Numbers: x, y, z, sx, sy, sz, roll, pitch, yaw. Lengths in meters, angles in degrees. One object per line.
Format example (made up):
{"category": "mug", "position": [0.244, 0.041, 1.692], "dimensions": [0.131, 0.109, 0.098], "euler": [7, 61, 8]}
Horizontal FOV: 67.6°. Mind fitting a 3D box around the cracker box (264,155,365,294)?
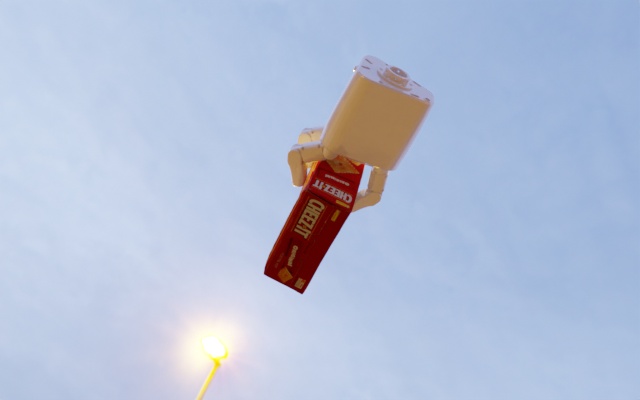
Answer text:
{"category": "cracker box", "position": [0.000, 0.002, 0.697], "dimensions": [0.072, 0.164, 0.213], "euler": [26, 34, -2]}
